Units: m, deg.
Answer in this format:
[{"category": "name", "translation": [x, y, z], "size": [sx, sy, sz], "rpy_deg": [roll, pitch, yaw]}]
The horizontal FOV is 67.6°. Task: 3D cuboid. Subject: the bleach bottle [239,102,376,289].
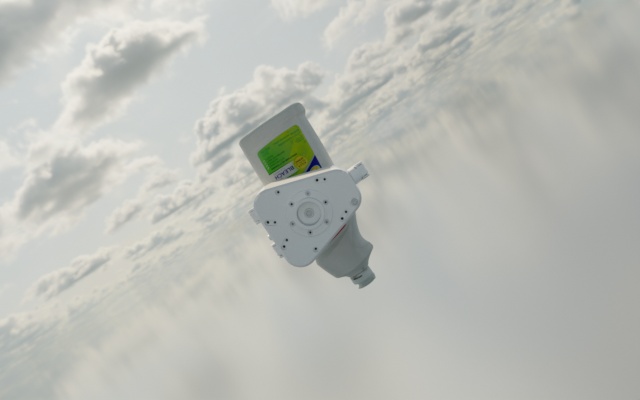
[{"category": "bleach bottle", "translation": [0.000, 0.002, 0.636], "size": [0.102, 0.251, 0.068], "rpy_deg": [-34, 3, 3]}]
